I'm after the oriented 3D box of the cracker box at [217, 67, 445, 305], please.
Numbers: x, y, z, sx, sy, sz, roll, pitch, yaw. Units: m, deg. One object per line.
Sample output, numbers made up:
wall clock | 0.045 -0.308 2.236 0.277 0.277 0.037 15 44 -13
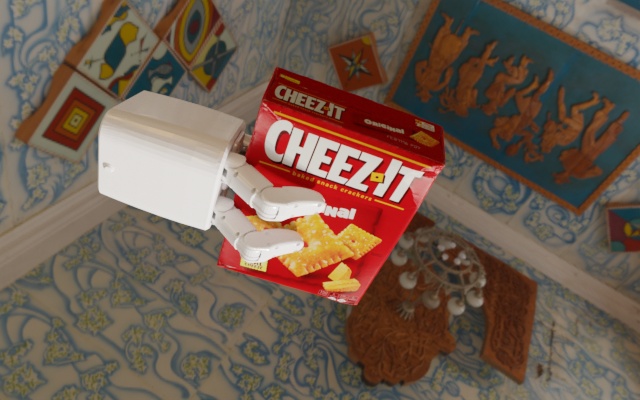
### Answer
cracker box | 0.000 0.002 0.473 0.164 0.214 0.072 18 41 -7
